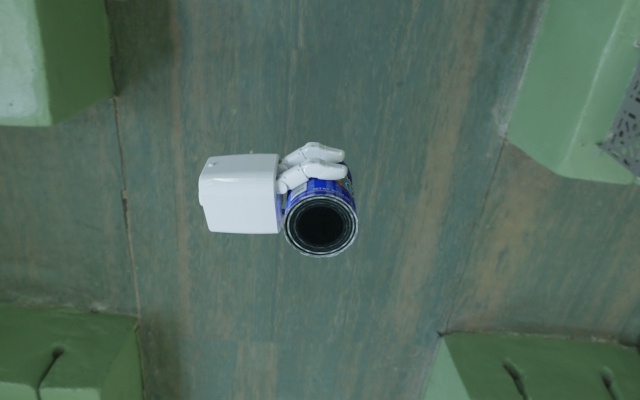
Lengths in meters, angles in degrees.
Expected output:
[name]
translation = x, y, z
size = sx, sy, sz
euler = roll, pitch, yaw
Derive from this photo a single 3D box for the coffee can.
[coffee can]
translation = 0.000, 0.002, 0.704
size = 0.103, 0.103, 0.140
euler = 0, 29, 0
